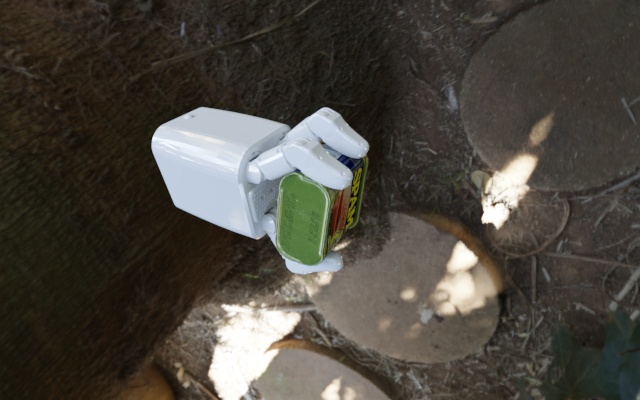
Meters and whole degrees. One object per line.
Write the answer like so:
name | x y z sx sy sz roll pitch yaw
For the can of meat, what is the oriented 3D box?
can of meat | 0.000 0.002 0.462 0.057 0.102 0.084 20 35 19
